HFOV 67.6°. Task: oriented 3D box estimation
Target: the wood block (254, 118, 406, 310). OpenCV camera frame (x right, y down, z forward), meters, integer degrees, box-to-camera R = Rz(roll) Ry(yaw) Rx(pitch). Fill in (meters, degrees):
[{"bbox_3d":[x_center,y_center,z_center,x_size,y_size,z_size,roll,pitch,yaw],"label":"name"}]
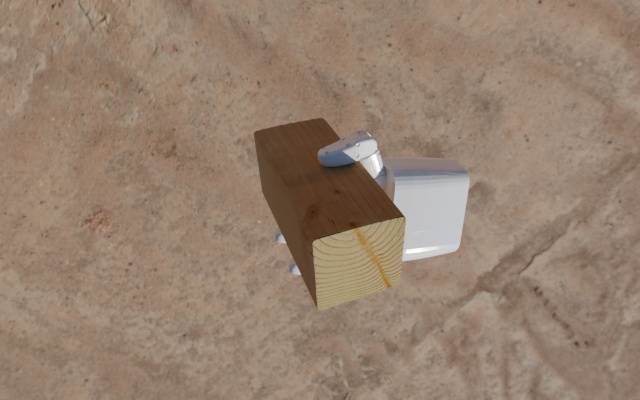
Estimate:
[{"bbox_3d":[0.000,0.001,0.510,0.090,0.091,0.206,-14,38,-15],"label":"wood block"}]
